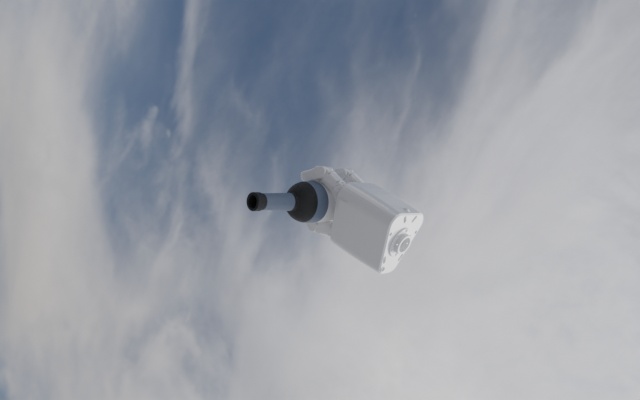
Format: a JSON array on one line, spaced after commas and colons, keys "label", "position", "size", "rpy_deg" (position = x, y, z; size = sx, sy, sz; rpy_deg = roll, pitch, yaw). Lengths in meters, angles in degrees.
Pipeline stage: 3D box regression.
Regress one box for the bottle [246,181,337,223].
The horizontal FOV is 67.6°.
[{"label": "bottle", "position": [0.000, 0.003, 0.789], "size": [0.069, 0.069, 0.296], "rpy_deg": [0, 0, 41]}]
